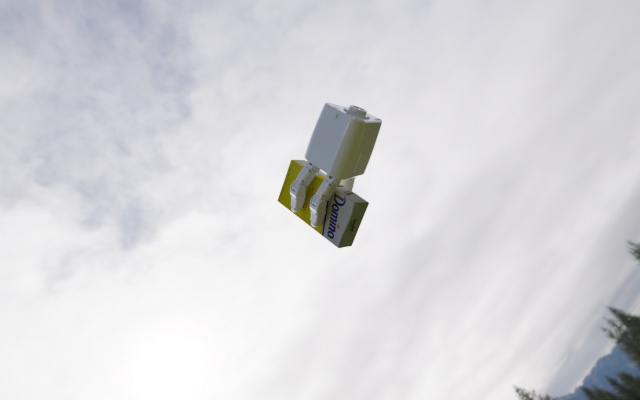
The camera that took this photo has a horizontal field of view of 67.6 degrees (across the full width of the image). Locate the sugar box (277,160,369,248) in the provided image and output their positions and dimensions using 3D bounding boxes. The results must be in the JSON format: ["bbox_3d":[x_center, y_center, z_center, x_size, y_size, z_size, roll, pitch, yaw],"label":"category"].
[{"bbox_3d":[0.000,0.003,0.876,0.048,0.093,0.176,-2,29,-45],"label":"sugar box"}]
